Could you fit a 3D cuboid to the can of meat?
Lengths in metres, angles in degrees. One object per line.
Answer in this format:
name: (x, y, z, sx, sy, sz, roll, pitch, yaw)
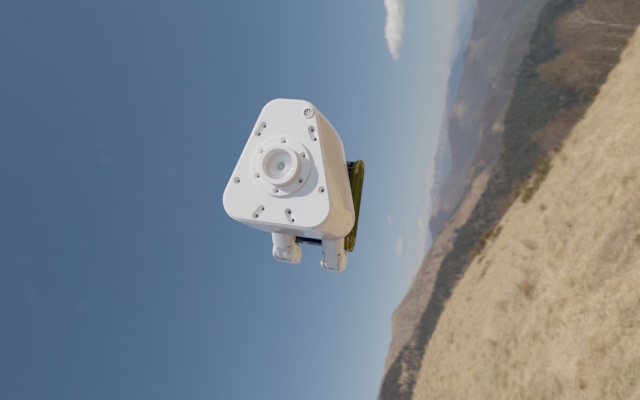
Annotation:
can of meat: (0.000, 0.002, 0.535, 0.084, 0.102, 0.057, 7, -2, 12)
